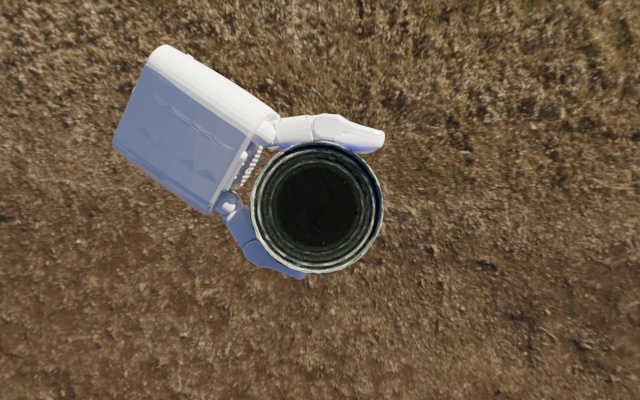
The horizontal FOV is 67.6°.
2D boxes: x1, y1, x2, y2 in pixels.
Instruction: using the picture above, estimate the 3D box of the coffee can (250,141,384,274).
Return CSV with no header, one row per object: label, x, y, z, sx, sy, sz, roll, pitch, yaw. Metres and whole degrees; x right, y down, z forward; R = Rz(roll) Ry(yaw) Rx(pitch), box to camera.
coffee can,0.000,0.002,0.431,0.103,0.103,0.140,0,4,3
